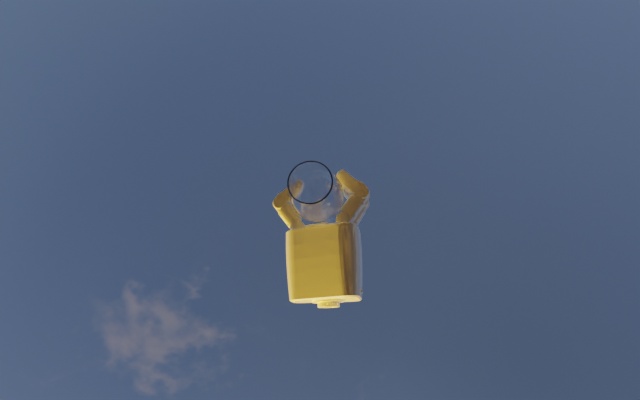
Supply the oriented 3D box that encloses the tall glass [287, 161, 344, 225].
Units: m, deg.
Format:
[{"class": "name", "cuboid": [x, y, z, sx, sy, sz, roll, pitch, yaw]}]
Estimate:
[{"class": "tall glass", "cuboid": [0.000, 0.002, 0.727, 0.079, 0.079, 0.201, 0, -16, 9]}]
